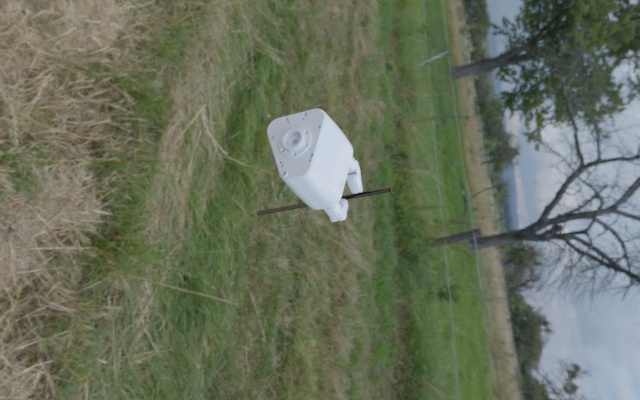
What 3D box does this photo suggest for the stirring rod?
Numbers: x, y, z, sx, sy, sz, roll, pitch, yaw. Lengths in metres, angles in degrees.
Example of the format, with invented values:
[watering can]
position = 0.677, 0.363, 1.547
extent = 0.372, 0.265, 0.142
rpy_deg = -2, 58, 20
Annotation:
[stirring rod]
position = 0.000, 0.003, 0.810
extent = 0.239, 0.011, 0.011
rpy_deg = -10, -4, 20
